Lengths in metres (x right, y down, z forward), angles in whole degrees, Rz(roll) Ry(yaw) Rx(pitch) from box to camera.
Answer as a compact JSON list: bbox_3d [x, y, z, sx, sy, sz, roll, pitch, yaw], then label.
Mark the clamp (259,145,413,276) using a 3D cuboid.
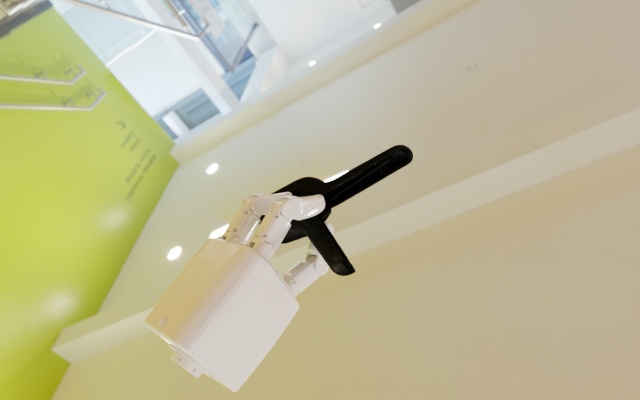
[{"bbox_3d":[0.000,0.002,0.543,0.210,0.164,0.036,4,-40,50],"label":"clamp"}]
